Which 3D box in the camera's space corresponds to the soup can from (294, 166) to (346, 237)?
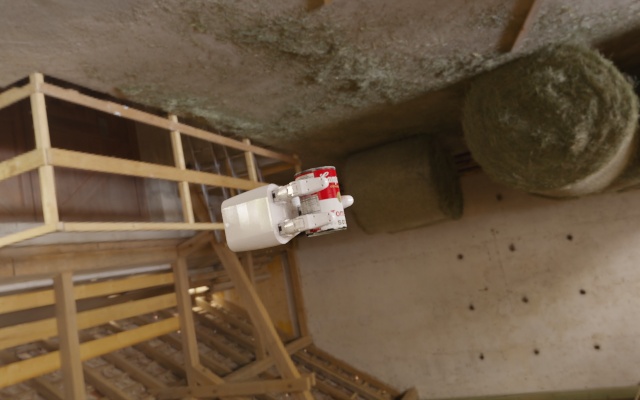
[{"bbox_3d":[0.001,0.003,0.773,0.068,0.102,0.068,-11,-7,-1],"label":"soup can"}]
